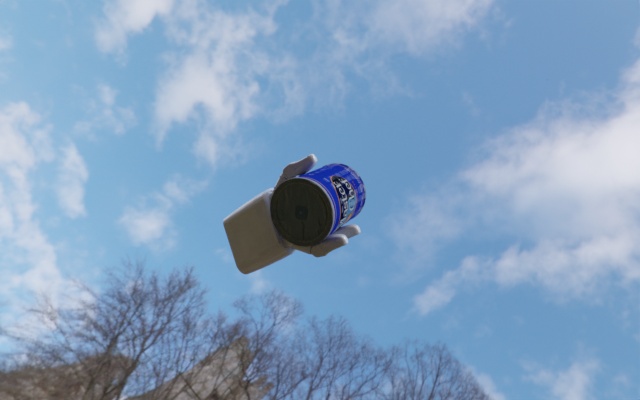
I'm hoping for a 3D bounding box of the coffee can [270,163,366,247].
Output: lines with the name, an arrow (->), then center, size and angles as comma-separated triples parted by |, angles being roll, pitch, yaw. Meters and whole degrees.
coffee can -> 0.000, 0.002, 0.747 | 0.103, 0.103, 0.140 | 0, 13, 25
